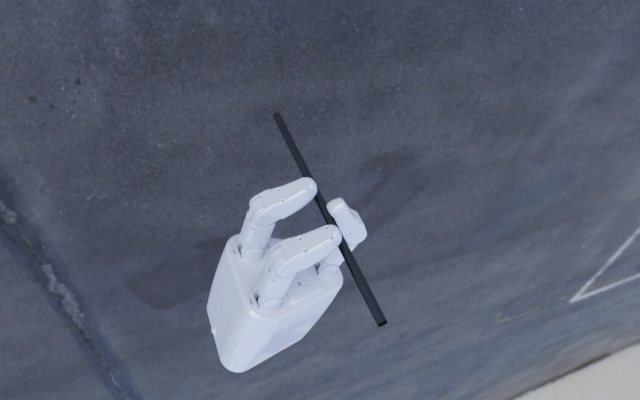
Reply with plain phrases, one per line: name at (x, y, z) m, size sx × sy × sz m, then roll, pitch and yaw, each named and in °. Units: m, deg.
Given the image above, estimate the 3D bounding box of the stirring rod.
stirring rod at (0.000, 0.001, 0.412) m, size 0.011 × 0.239 × 0.011 m, roll -17°, pitch -37°, yaw -13°
